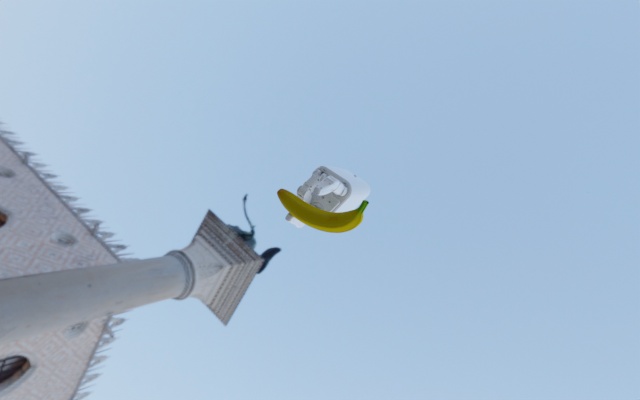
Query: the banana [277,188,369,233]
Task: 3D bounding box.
[{"bbox_3d":[0.001,0.022,0.879,0.198,0.069,0.037,8,6,31],"label":"banana"}]
